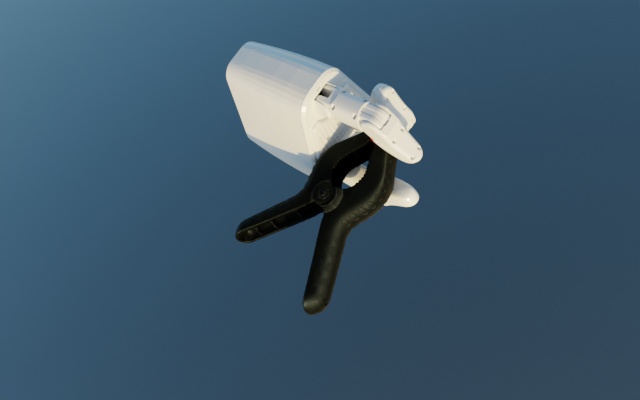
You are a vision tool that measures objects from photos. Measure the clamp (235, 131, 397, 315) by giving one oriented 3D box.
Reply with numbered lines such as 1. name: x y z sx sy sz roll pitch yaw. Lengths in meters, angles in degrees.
1. clamp: 0.000 0.001 0.425 0.120 0.171 0.039 29 -11 29
